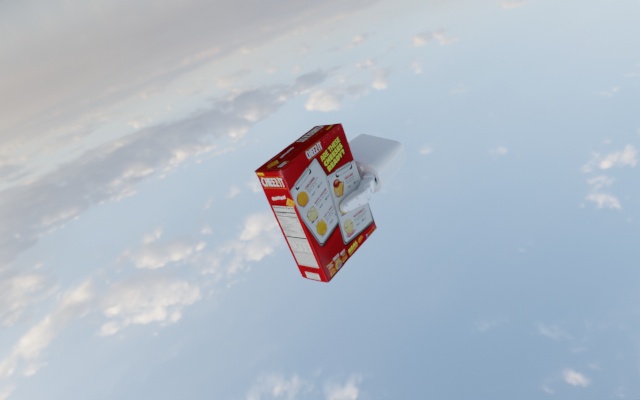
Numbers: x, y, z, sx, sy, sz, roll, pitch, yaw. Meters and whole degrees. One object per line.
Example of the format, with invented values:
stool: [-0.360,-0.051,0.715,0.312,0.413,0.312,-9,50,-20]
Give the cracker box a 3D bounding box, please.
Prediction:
cracker box: [0.000,0.003,0.804,0.072,0.214,0.164,1,33,42]
